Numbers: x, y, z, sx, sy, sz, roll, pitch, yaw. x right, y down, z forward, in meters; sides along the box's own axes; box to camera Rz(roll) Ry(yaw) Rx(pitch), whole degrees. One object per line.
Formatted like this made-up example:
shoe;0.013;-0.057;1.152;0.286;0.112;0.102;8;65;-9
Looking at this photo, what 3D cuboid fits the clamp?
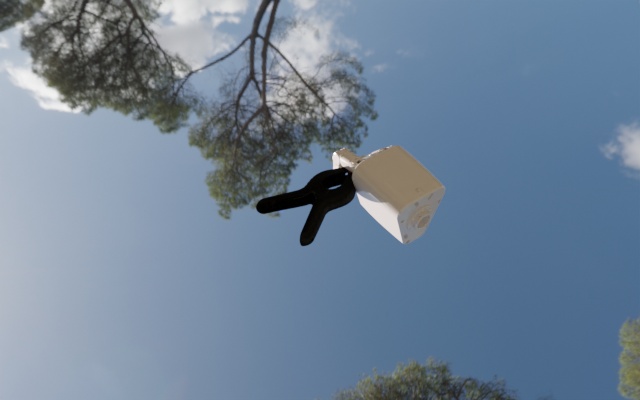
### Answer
clamp;0.000;0.003;0.730;0.171;0.039;0.120;-29;51;-18
